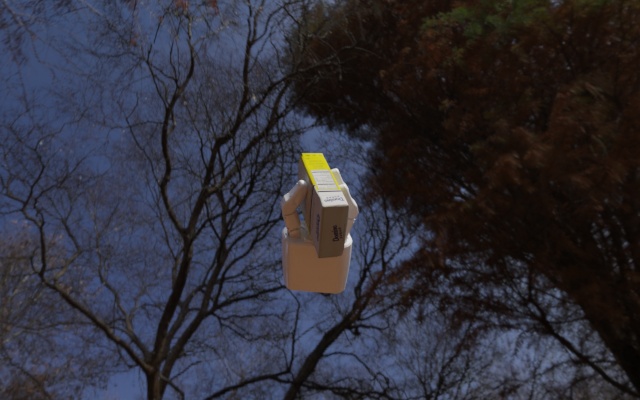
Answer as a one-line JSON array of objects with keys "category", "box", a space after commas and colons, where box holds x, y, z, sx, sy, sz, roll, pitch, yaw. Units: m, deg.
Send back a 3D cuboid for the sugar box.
[{"category": "sugar box", "box": [0.001, 0.003, 0.757, 0.048, 0.093, 0.176, -4, 32, -15]}]
